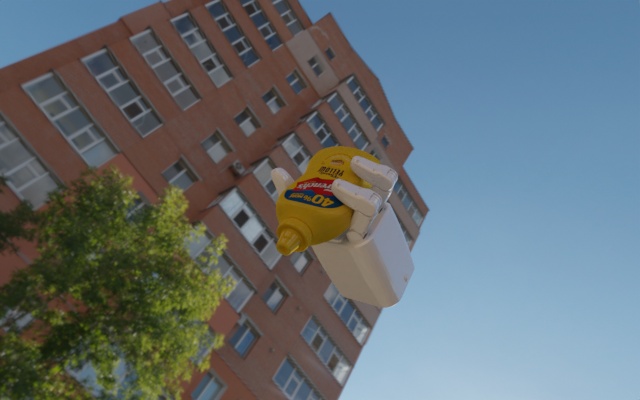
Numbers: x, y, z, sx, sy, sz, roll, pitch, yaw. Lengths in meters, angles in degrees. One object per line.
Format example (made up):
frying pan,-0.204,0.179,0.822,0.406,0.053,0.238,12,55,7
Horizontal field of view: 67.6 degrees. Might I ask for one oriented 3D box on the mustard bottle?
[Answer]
mustard bottle,0.000,0.002,0.592,0.096,0.058,0.191,14,40,22
